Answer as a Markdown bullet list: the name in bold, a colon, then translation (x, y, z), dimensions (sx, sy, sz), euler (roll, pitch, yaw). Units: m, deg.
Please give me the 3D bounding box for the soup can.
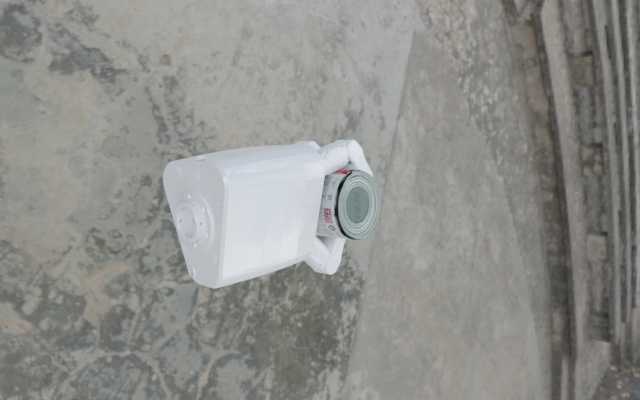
- **soup can**: translation (0.001, 0.002, 0.480), dimensions (0.102, 0.068, 0.068), euler (4, 3, 43)
